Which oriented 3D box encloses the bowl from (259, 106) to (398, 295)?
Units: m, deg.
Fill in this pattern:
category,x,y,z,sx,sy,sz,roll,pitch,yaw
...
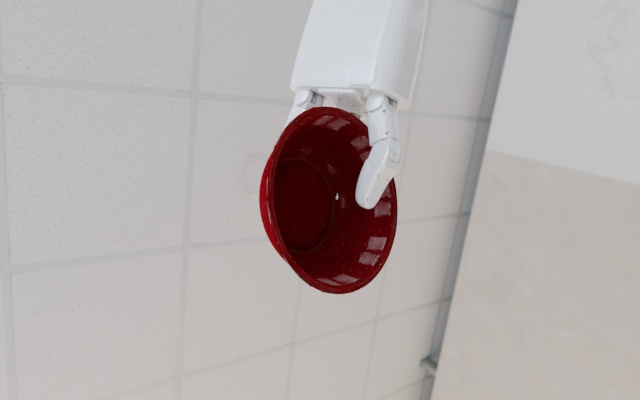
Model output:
category,x,y,z,sx,sy,sz,roll,pitch,yaw
bowl,-0.001,0.003,0.427,0.055,0.162,0.162,-8,-6,45
